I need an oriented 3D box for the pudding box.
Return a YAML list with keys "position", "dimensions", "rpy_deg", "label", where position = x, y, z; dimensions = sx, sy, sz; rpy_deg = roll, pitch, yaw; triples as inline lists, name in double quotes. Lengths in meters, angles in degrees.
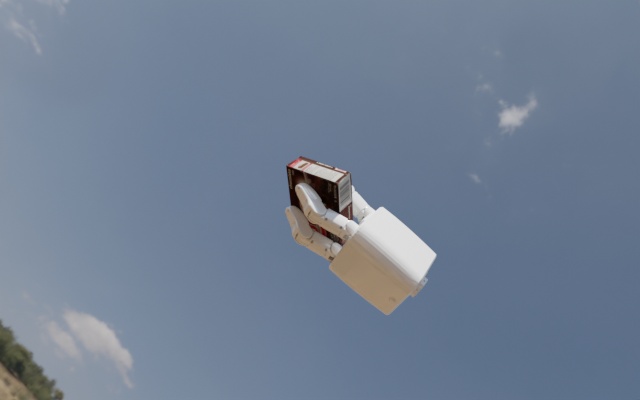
- position: [0.000, 0.002, 0.678]
  dimensions: [0.090, 0.114, 0.039]
  rpy_deg: [20, 39, 31]
  label: "pudding box"
